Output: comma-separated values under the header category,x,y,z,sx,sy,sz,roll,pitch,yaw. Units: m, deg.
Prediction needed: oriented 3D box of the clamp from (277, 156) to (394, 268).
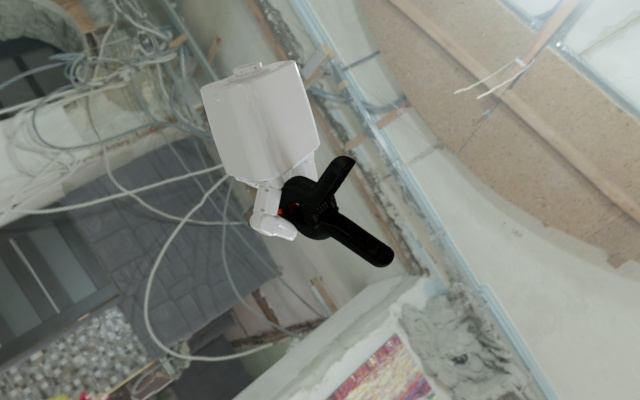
category,x,y,z,sx,sy,sz,roll,pitch,yaw
clamp,0.000,0.001,0.509,0.039,0.120,0.171,-30,28,-33
